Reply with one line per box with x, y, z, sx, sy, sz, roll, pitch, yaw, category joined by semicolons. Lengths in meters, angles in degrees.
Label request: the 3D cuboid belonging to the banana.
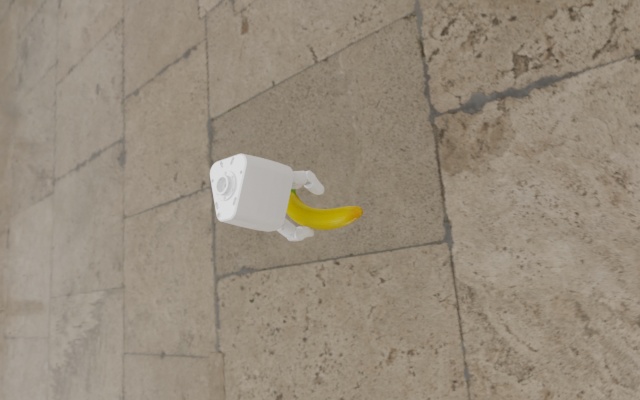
-0.009;0.019;0.882;0.197;0.069;0.037;21;0;42;banana
